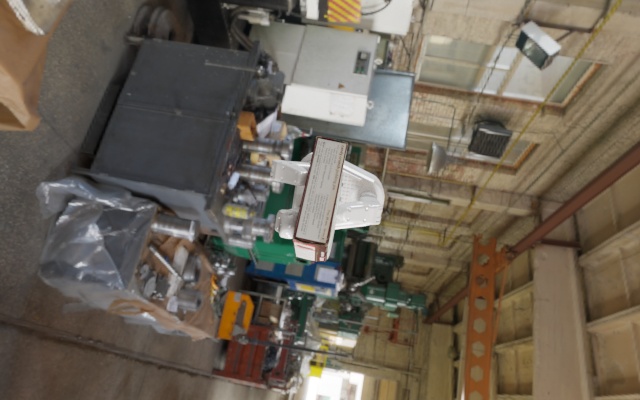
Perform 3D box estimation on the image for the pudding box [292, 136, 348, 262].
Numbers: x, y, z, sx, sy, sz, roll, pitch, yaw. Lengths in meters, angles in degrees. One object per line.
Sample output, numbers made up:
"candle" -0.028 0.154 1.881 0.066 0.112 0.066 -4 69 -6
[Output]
"pudding box" 0.000 0.002 0.506 0.039 0.113 0.090 9 -17 3
